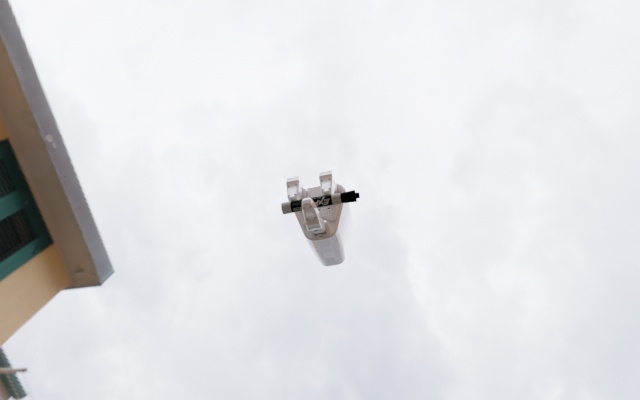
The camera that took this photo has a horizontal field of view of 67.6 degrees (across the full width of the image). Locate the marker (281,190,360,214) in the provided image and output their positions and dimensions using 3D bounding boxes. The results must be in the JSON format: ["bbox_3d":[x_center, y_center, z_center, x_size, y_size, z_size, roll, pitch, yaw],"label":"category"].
[{"bbox_3d":[0.000,0.002,0.728,0.121,0.020,0.020,-10,-2,8],"label":"marker"}]
